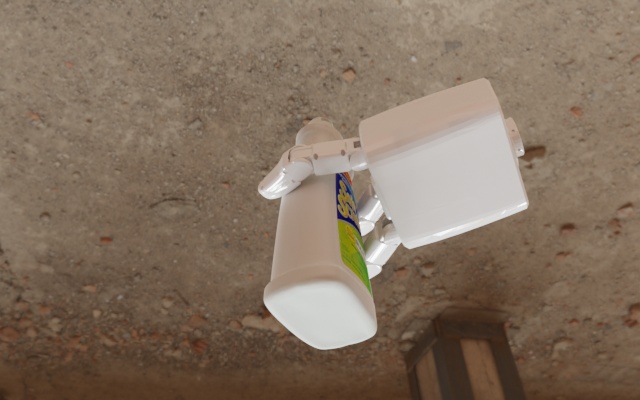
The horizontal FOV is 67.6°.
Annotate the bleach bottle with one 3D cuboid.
[{"bbox_3d":[0.000,0.002,0.447,0.068,0.250,0.103,-20,-47,17],"label":"bleach bottle"}]
